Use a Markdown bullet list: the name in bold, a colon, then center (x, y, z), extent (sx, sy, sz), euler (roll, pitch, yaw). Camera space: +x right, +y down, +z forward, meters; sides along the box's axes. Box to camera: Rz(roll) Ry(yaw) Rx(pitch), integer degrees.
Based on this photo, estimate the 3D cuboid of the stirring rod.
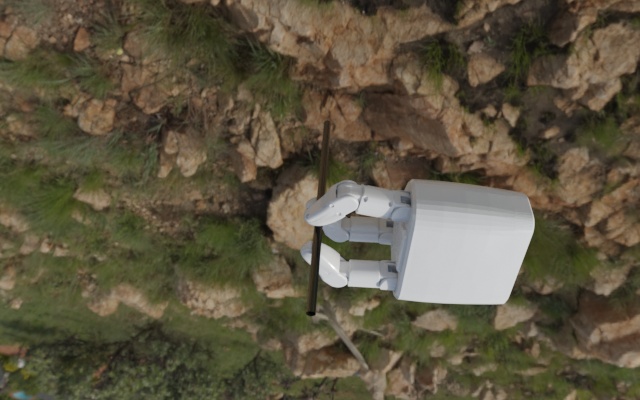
- **stirring rod**: center (0.000, 0.001, 0.463), extent (0.011, 0.239, 0.011), euler (3, -42, 2)
